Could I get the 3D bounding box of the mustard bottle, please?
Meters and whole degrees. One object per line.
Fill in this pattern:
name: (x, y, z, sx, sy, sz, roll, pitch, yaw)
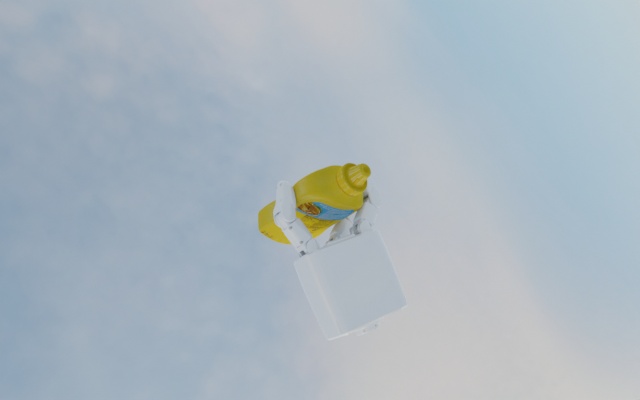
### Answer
mustard bottle: (0.000, 0.002, 0.641, 0.096, 0.058, 0.192, 14, -32, -32)
